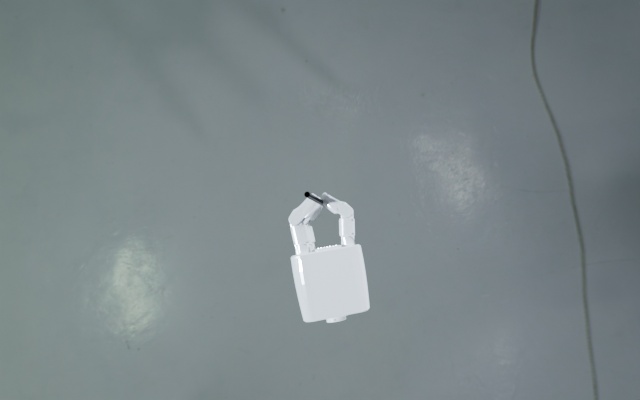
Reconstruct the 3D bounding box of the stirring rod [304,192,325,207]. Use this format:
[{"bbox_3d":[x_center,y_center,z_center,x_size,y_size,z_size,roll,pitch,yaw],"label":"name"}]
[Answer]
[{"bbox_3d":[0.000,0.003,0.777,0.011,0.011,0.239,0,-5,9],"label":"stirring rod"}]
